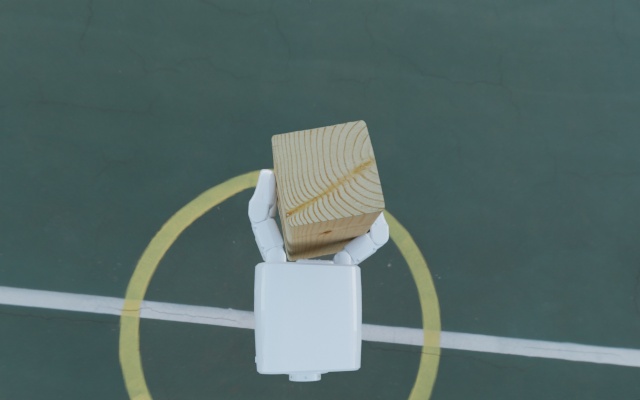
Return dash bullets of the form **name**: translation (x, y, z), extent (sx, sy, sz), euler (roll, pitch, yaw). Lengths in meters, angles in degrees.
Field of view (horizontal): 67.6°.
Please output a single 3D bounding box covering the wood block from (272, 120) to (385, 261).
- **wood block**: translation (0.000, 0.002, 0.526), extent (0.091, 0.090, 0.206), euler (-10, -14, -7)
